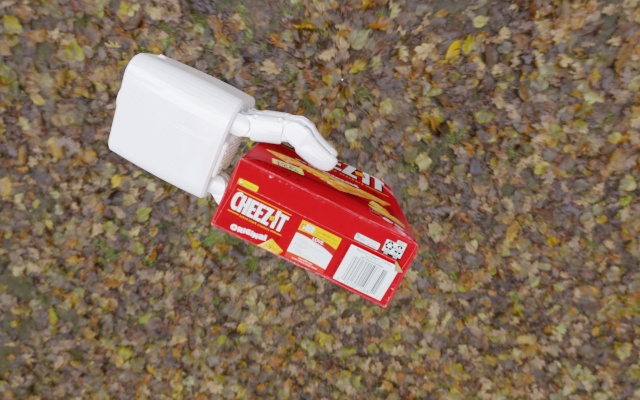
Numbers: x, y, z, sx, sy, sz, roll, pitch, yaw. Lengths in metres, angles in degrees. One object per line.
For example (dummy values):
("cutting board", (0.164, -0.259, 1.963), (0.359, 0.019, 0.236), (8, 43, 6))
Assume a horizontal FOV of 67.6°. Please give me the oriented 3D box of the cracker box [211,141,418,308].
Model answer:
("cracker box", (0.000, 0.002, 0.484), (0.164, 0.072, 0.213), (26, 14, -4))
